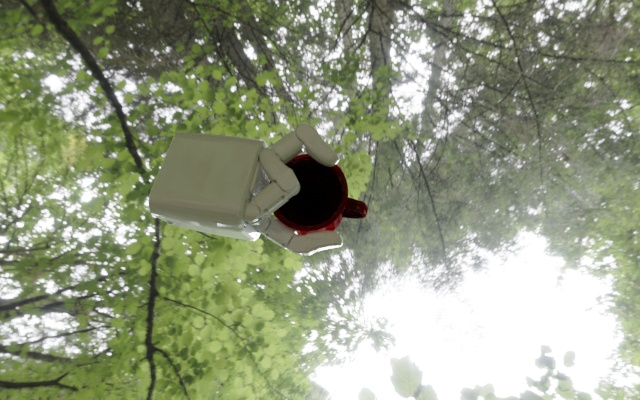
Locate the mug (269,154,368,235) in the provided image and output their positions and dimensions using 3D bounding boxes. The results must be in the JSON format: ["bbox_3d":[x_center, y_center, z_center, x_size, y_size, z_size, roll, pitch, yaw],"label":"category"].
[{"bbox_3d":[0.002,0.002,0.584,0.117,0.093,0.081,9,-14,7],"label":"mug"}]
